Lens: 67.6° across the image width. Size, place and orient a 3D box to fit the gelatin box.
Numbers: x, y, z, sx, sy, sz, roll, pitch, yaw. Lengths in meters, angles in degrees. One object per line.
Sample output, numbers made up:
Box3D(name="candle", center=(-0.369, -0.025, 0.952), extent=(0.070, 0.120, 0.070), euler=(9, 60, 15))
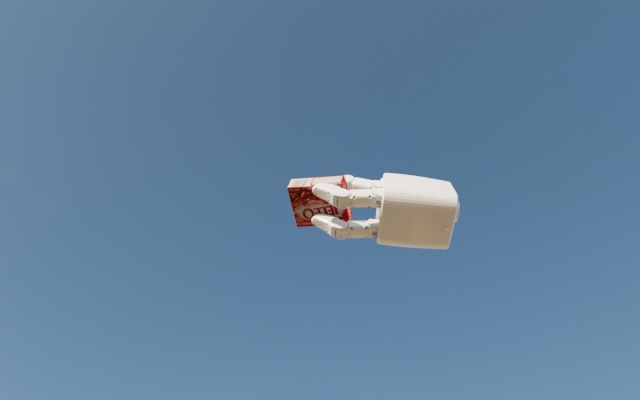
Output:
Box3D(name="gelatin box", center=(0.000, 0.002, 0.733), extent=(0.089, 0.073, 0.030), euler=(-3, 31, 16))
